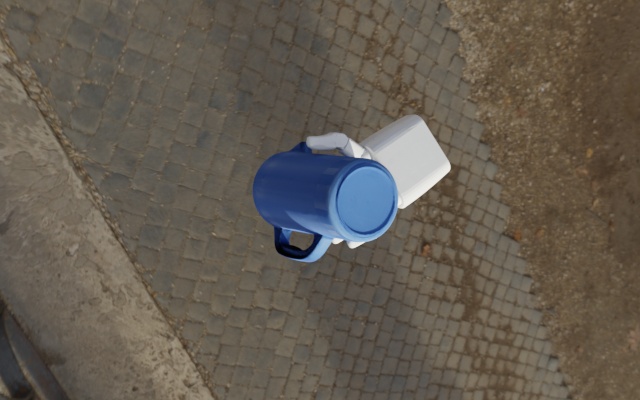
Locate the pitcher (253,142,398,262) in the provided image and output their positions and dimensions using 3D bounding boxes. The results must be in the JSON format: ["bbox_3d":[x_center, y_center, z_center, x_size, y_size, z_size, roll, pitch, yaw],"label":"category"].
[{"bbox_3d":[0.000,0.002,0.703,0.145,0.149,0.243,-33,19,-21],"label":"pitcher"}]
